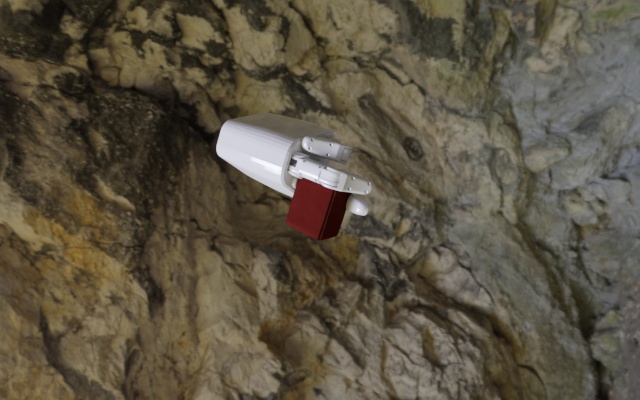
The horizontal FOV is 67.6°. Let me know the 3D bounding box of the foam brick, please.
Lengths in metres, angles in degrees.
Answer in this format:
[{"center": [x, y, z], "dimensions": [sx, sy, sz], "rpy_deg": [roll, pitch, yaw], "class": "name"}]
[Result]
[{"center": [0.000, 0.002, 0.579], "dimensions": [0.051, 0.078, 0.053], "rpy_deg": [21, 9, 24], "class": "foam brick"}]
